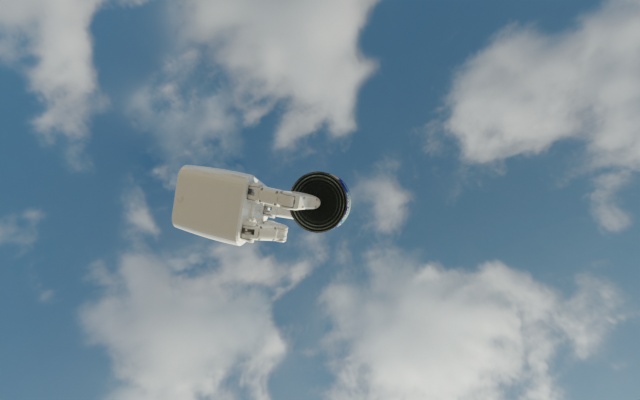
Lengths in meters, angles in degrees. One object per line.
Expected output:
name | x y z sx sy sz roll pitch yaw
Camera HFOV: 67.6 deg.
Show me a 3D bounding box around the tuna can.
tuna can | 0.000 0.002 0.680 0.086 0.086 0.034 0 1 17
